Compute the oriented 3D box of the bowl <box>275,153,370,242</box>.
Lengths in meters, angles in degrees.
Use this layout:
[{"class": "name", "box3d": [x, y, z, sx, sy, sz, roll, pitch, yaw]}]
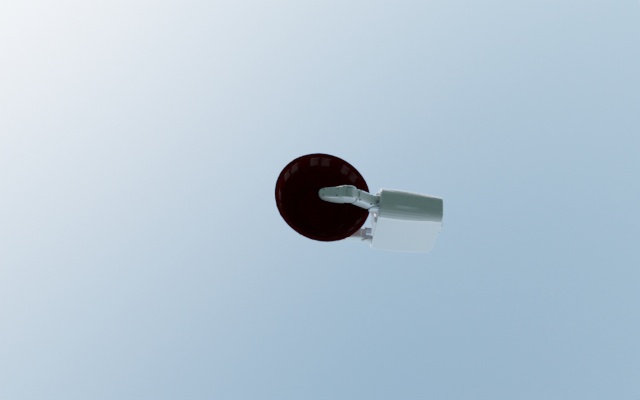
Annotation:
[{"class": "bowl", "box3d": [-0.001, 0.002, 0.803, 0.162, 0.162, 0.055, 0, -25, -13]}]
